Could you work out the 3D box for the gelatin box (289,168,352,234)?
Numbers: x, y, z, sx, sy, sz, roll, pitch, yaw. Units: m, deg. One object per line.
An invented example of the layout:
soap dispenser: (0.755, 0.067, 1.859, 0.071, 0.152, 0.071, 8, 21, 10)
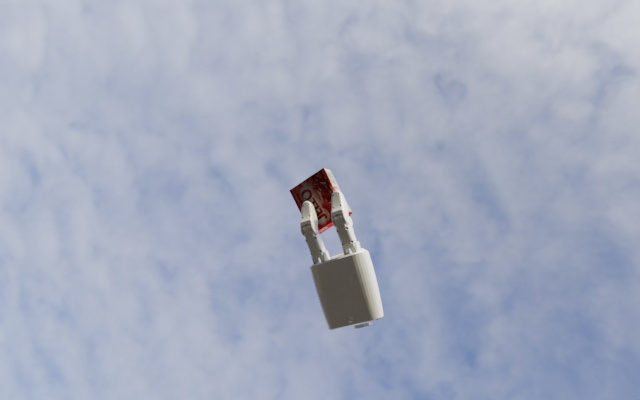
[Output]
gelatin box: (0.000, 0.002, 0.787, 0.073, 0.089, 0.030, -33, -18, 19)
